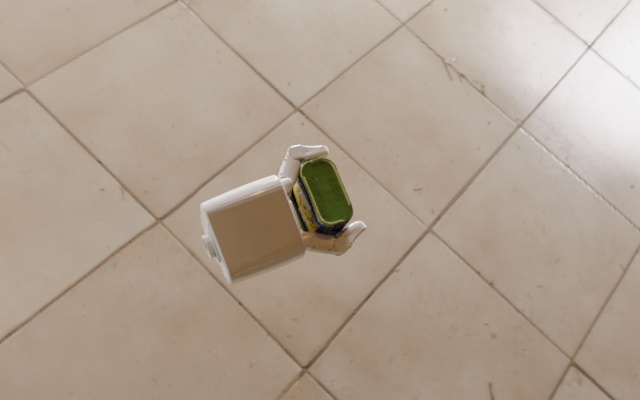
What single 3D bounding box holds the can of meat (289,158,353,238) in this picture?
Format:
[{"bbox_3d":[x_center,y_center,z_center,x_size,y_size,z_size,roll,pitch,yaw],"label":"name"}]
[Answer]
[{"bbox_3d":[0.000,0.002,0.664,0.057,0.102,0.084,-17,-17,-18],"label":"can of meat"}]
